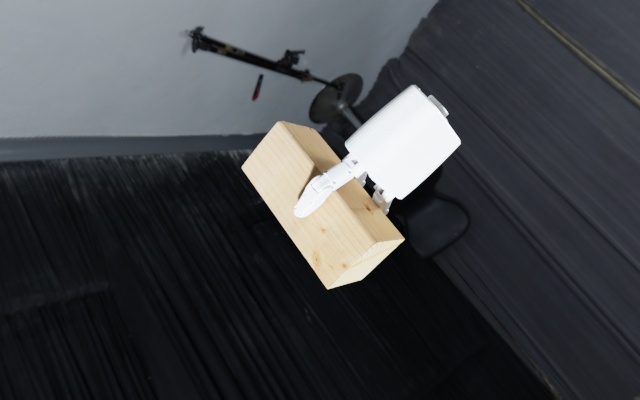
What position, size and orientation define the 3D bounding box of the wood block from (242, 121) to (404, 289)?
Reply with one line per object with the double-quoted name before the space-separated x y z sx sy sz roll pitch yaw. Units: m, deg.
"wood block" 0.000 0.002 0.630 0.090 0.206 0.091 -47 -24 23
